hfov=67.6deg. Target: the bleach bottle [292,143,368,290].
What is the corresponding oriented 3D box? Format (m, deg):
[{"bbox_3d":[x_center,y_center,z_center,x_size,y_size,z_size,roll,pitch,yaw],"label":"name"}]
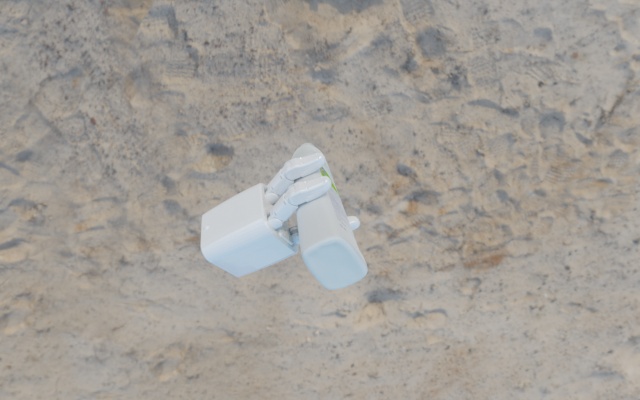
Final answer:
[{"bbox_3d":[0.000,0.002,0.702,0.068,0.250,0.103,-26,-50,11],"label":"bleach bottle"}]
